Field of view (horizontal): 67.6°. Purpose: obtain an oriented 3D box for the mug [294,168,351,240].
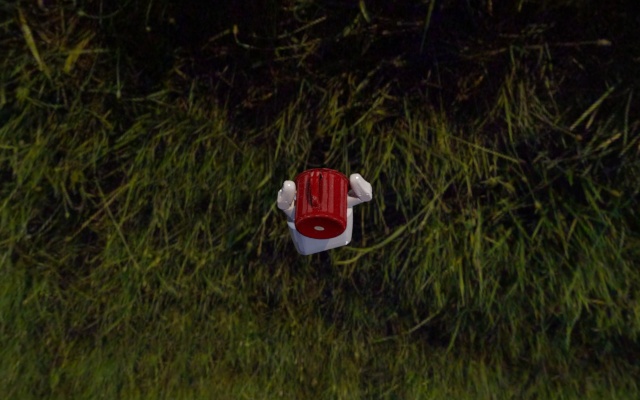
[{"bbox_3d":[0.000,0.002,0.740,0.093,0.081,0.117,-1,-33,6],"label":"mug"}]
